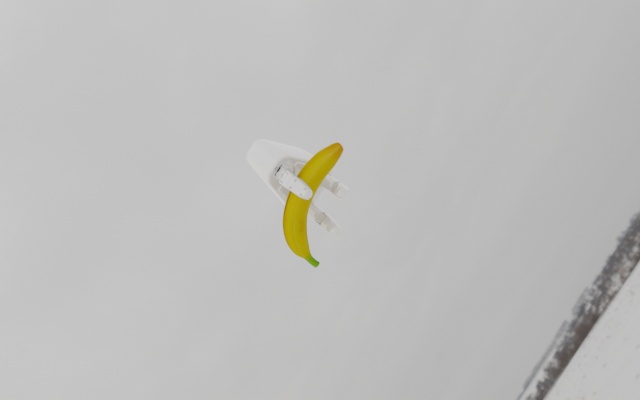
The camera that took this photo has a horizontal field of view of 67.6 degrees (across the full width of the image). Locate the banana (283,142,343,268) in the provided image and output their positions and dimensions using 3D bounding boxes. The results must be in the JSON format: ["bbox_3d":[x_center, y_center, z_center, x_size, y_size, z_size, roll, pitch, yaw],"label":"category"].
[{"bbox_3d":[-0.019,0.003,0.728,0.069,0.198,0.037,8,15,-14],"label":"banana"}]
